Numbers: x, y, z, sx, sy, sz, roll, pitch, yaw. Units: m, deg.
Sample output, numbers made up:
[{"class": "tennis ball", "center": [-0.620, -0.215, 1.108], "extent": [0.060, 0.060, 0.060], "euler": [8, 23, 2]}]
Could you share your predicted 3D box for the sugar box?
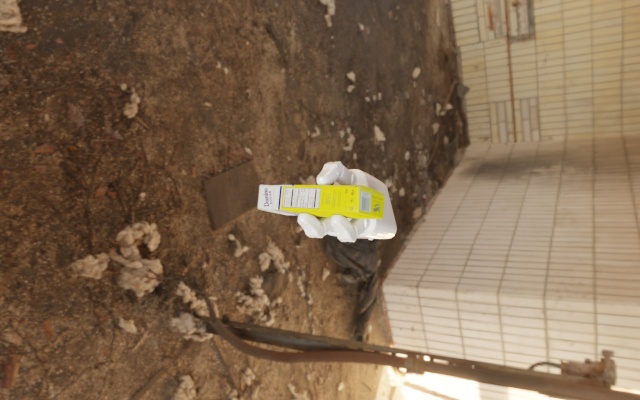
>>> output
[{"class": "sugar box", "center": [0.000, 0.003, 0.739], "extent": [0.176, 0.048, 0.093], "euler": [-2, -9, 30]}]
